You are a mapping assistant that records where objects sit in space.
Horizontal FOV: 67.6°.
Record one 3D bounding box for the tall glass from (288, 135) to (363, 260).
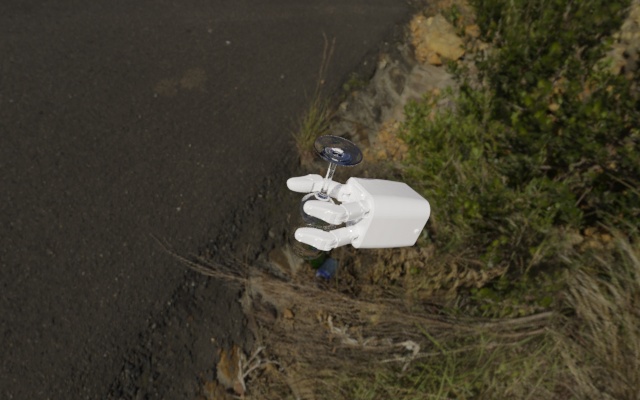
[{"bbox_3d":[0.000,0.002,0.746,0.079,0.201,0.079,12,37,-10],"label":"tall glass"}]
